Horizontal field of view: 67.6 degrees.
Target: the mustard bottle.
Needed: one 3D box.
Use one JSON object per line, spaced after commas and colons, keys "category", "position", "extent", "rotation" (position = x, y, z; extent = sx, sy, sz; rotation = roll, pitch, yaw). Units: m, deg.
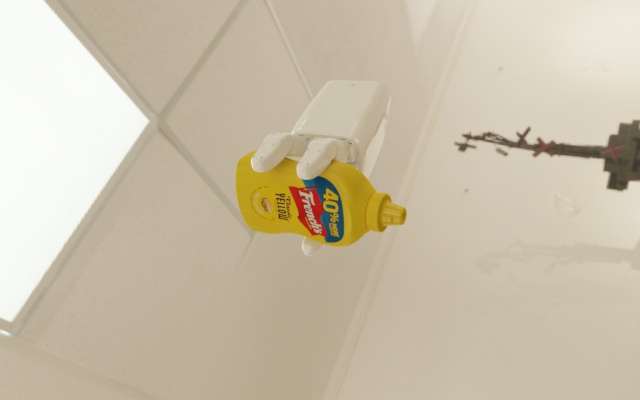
{"category": "mustard bottle", "position": [0.000, 0.002, 0.520], "extent": [0.191, 0.096, 0.058], "rotation": [9, 29, 27]}
